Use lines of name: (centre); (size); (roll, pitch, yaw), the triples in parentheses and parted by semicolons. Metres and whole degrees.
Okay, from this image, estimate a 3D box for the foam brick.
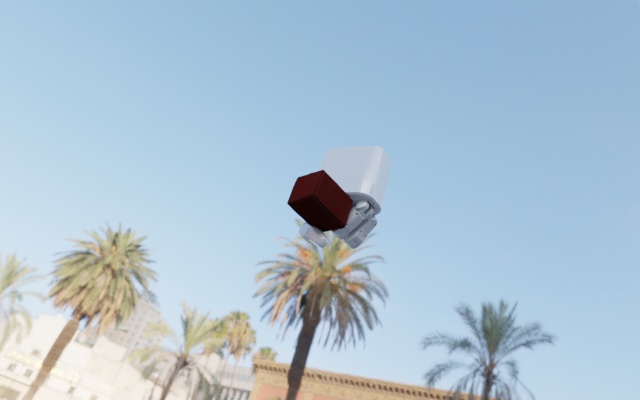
foam brick: (0.000, 0.002, 0.690); (0.053, 0.051, 0.078); (-14, -46, 39)
